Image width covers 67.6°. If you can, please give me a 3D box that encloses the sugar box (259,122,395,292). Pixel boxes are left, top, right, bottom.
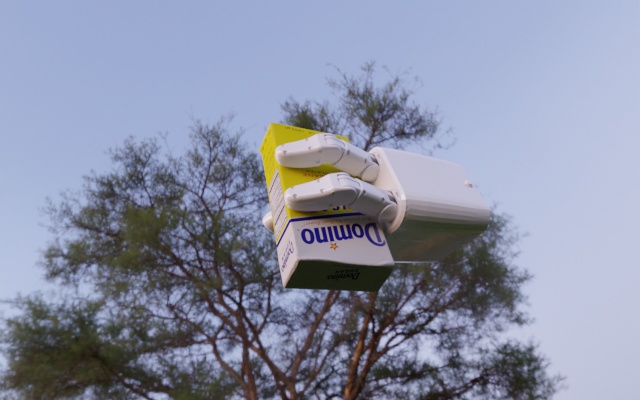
[{"bbox_3d":[0.000,0.001,0.454,0.093,0.048,0.176,6,42,-24],"label":"sugar box"}]
